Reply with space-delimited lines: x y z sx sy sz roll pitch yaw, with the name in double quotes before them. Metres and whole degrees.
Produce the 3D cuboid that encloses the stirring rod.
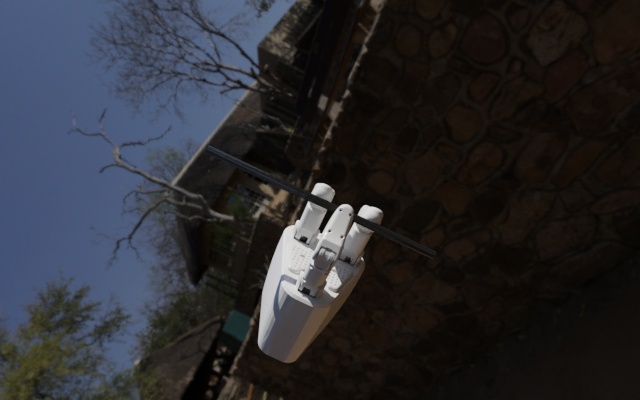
"stirring rod" 0.000 0.002 0.458 0.239 0.011 0.011 25 0 1
